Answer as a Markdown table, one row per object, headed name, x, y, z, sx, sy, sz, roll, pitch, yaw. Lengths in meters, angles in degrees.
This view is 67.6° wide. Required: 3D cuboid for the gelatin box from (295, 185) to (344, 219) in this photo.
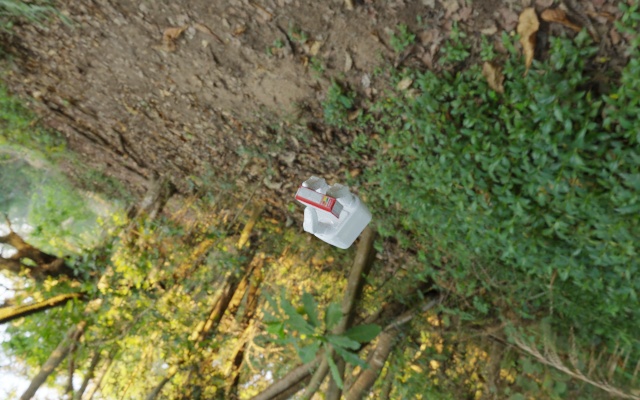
| name | x | y | z | sx | sy | sz | roll | pitch | yaw |
| --- | --- | --- | --- | --- | --- | --- | --- | --- | --- |
| gelatin box | 0.000 | 0.003 | 0.894 | 0.073 | 0.030 | 0.089 | 22 | -4 | 15 |
